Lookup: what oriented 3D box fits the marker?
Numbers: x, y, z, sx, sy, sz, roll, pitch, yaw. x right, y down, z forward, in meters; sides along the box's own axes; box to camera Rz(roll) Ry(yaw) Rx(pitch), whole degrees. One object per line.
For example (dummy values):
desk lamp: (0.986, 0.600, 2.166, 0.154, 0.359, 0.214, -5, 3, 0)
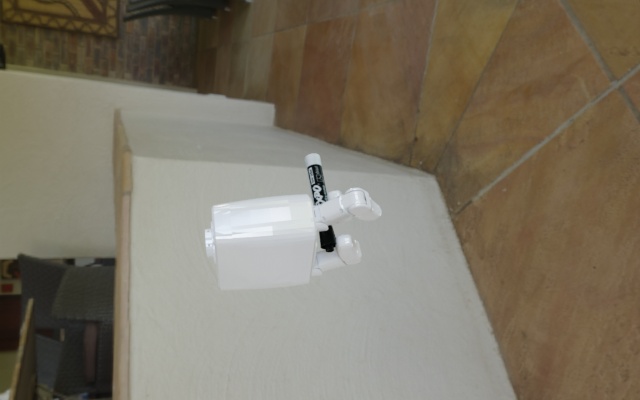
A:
marker: (0.000, 0.002, 0.540, 0.020, 0.121, 0.020, -9, -27, -4)
